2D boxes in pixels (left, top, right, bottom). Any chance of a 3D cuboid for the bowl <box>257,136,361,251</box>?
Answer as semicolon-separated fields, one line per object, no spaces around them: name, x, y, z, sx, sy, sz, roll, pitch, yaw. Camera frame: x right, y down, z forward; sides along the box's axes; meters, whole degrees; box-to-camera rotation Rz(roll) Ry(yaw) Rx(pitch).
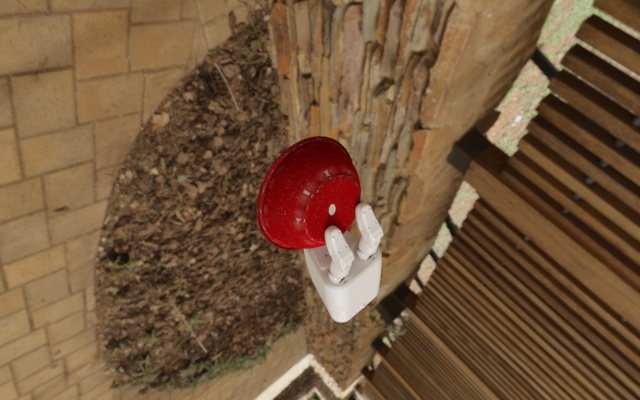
bowl;0.000;0.001;0.612;0.162;0.162;0.055;0;21;-42
